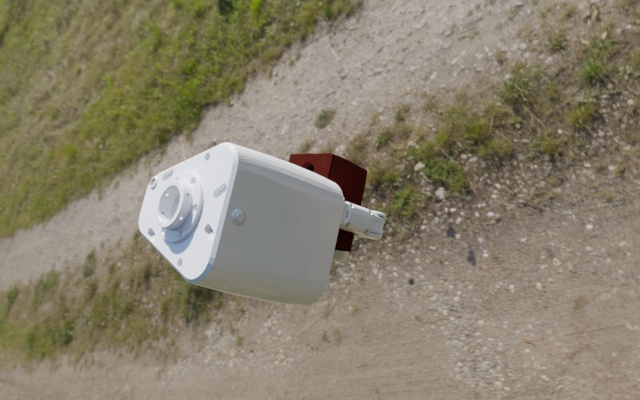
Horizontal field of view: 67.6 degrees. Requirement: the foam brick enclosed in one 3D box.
[{"bbox_3d":[0.000,0.001,0.421,0.053,0.078,0.051,4,-12,43],"label":"foam brick"}]
